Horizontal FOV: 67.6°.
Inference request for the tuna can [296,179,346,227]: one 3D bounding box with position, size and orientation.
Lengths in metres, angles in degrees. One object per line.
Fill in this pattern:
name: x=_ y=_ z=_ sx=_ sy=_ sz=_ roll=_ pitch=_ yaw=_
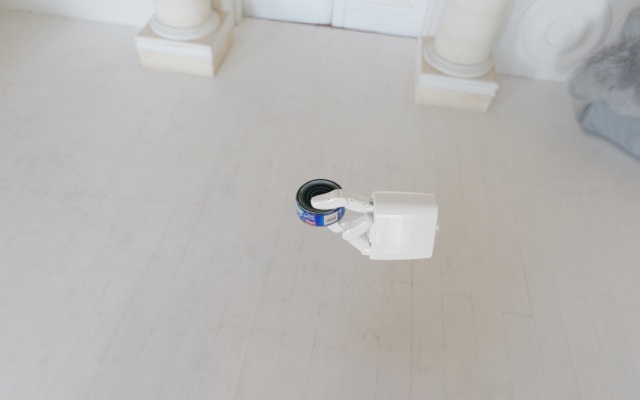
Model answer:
tuna can: x=0.000 y=0.002 z=0.817 sx=0.086 sy=0.086 sz=0.034 roll=0 pitch=-43 yaw=3
